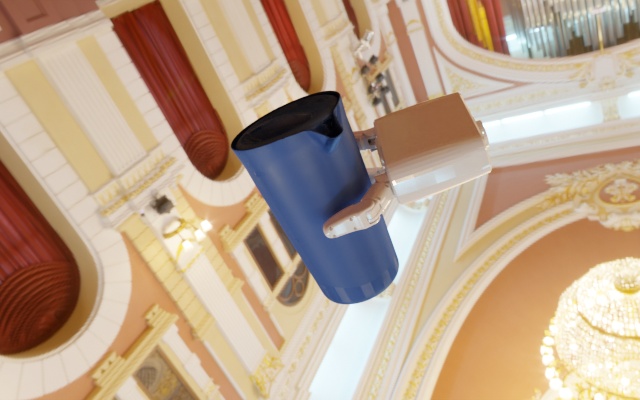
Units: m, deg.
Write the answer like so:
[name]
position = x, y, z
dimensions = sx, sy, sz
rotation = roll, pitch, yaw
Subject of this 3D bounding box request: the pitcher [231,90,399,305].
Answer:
[pitcher]
position = 0.000, 0.002, 0.580
dimensions = 0.145, 0.243, 0.149
rotation = -19, 26, 13
